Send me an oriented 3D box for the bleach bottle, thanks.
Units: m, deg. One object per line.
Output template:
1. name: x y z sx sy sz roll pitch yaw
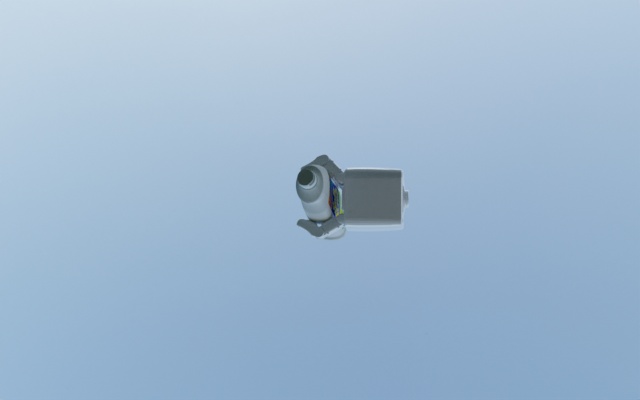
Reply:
1. bleach bottle: 0.000 0.003 0.900 0.068 0.102 0.251 1 -15 13
